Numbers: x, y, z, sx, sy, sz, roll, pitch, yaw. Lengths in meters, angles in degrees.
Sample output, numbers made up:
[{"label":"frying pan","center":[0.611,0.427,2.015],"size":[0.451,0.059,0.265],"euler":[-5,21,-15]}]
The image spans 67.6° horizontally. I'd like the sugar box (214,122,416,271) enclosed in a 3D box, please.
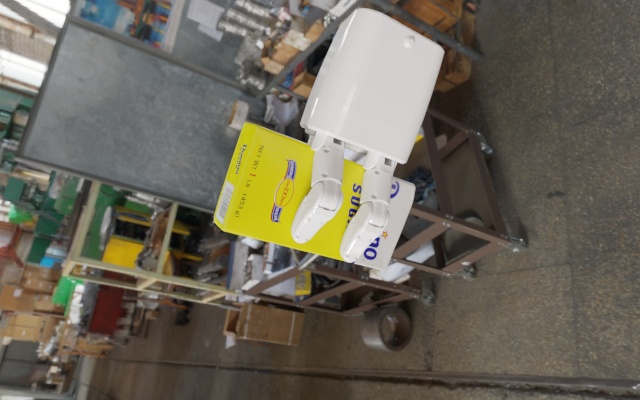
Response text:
[{"label":"sugar box","center":[0.000,0.001,0.441],"size":[0.176,0.093,0.048],"euler":[17,6,-27]}]
